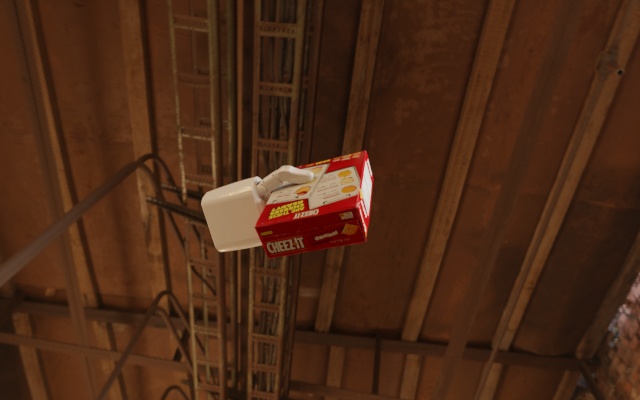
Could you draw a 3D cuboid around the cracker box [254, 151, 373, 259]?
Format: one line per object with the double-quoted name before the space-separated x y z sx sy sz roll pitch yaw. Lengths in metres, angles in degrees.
"cracker box" 0.000 0.002 0.804 0.164 0.072 0.213 -12 26 15
